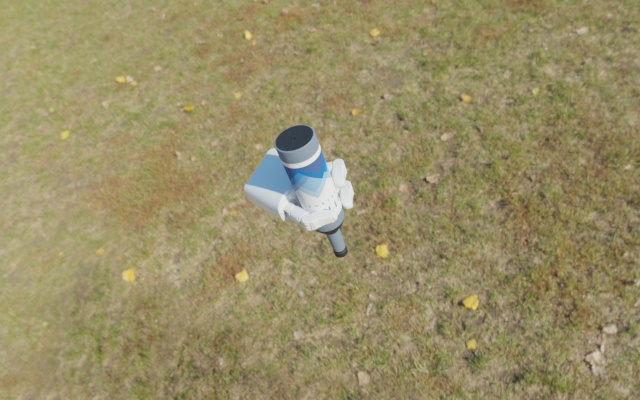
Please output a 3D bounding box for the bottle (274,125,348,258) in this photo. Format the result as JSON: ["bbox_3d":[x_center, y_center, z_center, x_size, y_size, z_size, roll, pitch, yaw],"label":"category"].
[{"bbox_3d":[0.000,0.003,0.838,0.069,0.069,0.296,0,-42,22],"label":"bottle"}]
